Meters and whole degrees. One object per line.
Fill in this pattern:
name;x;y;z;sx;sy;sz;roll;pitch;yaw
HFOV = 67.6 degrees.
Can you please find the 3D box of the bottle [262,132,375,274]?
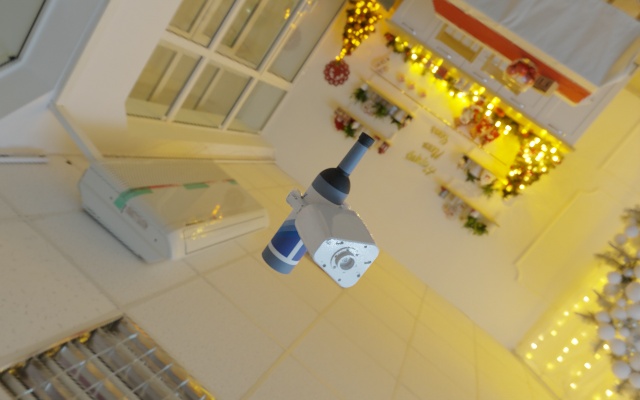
bottle;0.000;0.003;0.869;0.069;0.296;0.069;34;15;-10
